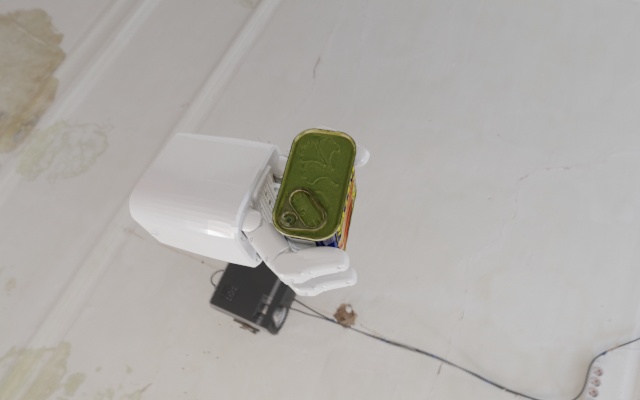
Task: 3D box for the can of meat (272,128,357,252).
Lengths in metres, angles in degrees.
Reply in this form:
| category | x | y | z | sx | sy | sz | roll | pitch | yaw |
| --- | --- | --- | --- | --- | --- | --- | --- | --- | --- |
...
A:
| category | x | y | z | sx | sy | sz | roll | pitch | yaw |
| --- | --- | --- | --- | --- | --- | --- | --- | --- | --- |
| can of meat | 0.000 | 0.001 | 0.432 | 0.057 | 0.102 | 0.084 | 9 | -24 | 11 |
